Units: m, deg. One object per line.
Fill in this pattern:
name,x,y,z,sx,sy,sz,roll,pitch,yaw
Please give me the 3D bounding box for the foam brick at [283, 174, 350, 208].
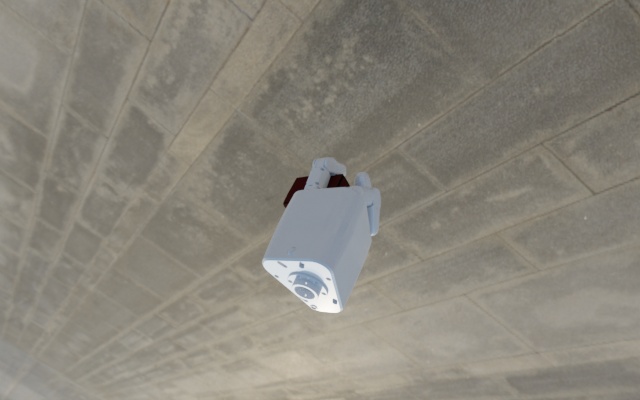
foam brick,0.000,0.002,0.637,0.078,0.051,0.053,-3,-44,34
